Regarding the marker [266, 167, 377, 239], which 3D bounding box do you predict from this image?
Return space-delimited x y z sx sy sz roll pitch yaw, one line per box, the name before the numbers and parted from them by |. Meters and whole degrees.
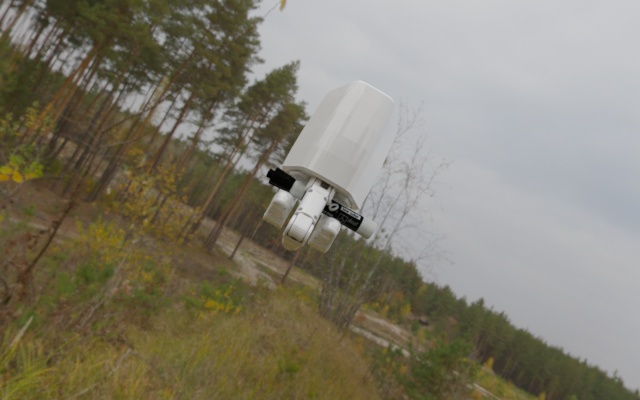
marker | 0.000 0.002 0.480 0.121 0.020 0.020 30 -2 -3
